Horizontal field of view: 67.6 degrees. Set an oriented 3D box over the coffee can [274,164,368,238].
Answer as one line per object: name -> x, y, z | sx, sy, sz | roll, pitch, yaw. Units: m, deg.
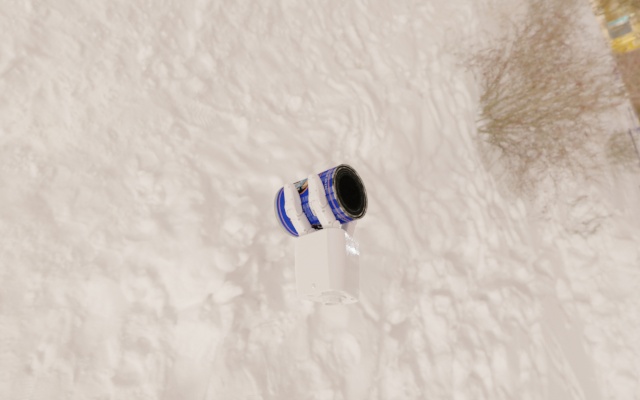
coffee can -> 0.000, 0.003, 0.871 | 0.140, 0.103, 0.103 | -19, -12, 35
